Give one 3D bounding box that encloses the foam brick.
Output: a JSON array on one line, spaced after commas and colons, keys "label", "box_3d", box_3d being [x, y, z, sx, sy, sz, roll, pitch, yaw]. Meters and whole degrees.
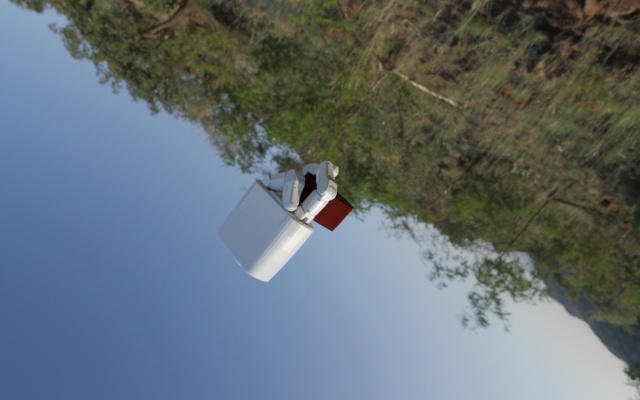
[{"label": "foam brick", "box_3d": [0.000, 0.002, 0.729, 0.078, 0.051, 0.053, 33, 9, -42]}]
